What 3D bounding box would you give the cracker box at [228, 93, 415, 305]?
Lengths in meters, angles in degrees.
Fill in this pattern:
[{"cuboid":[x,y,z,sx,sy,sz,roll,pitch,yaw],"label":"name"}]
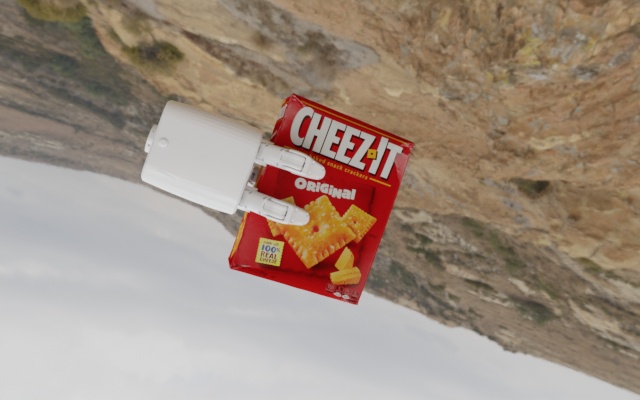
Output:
[{"cuboid":[0.000,0.002,0.581,0.164,0.213,0.072,20,0,-14],"label":"cracker box"}]
